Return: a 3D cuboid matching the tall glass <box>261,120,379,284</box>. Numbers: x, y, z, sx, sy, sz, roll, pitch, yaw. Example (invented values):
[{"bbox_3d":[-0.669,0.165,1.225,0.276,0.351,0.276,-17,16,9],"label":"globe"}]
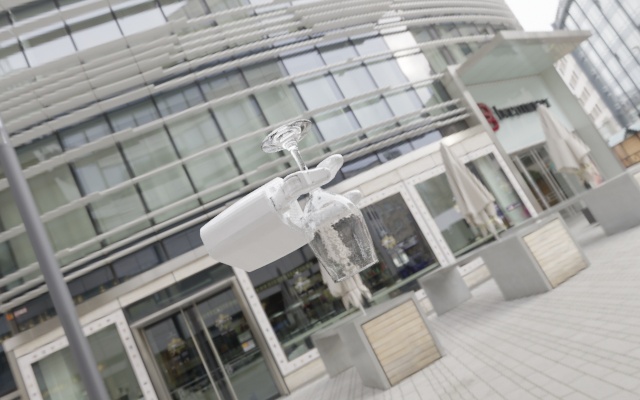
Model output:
[{"bbox_3d":[0.000,0.001,0.606,0.079,0.201,0.079,-26,-12,-6],"label":"tall glass"}]
